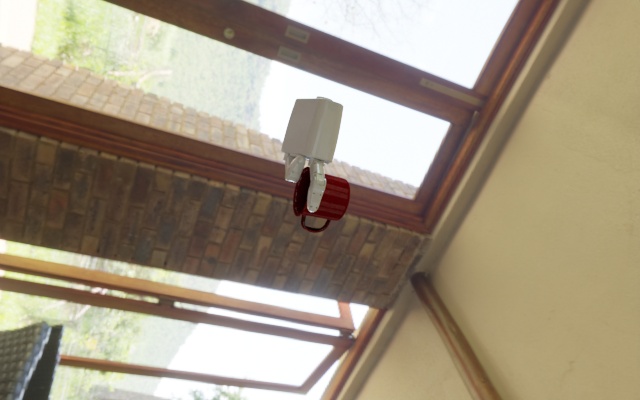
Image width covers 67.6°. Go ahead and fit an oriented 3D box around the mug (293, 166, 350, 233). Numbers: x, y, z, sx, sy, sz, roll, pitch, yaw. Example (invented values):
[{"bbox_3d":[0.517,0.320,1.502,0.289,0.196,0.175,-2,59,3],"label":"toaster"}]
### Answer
[{"bbox_3d":[0.000,0.004,0.881,0.081,0.117,0.093,12,2,-20],"label":"mug"}]
